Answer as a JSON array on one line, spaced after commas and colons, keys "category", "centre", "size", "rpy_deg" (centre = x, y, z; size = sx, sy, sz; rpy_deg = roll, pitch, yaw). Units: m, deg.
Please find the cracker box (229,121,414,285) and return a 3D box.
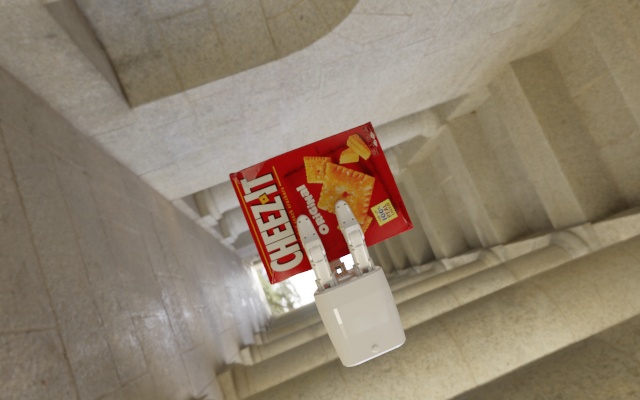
[{"category": "cracker box", "centre": [0.000, 0.002, 0.674], "size": [0.213, 0.164, 0.072], "rpy_deg": [-21, 0, -7]}]
